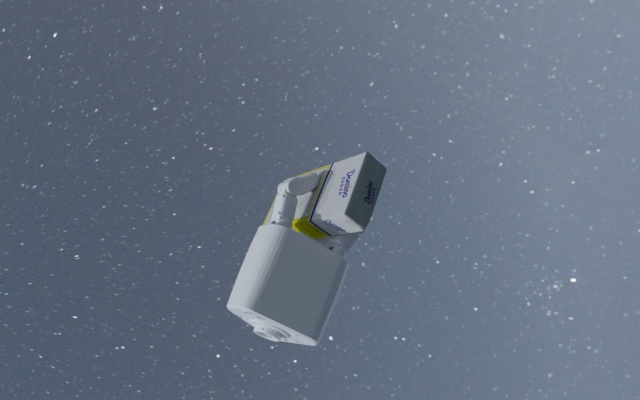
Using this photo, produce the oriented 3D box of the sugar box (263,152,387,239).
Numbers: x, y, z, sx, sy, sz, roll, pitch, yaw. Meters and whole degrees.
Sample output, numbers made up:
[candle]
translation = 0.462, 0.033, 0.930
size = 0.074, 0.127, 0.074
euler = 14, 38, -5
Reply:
[sugar box]
translation = 0.000, 0.002, 0.627
size = 0.048, 0.093, 0.176
euler = 38, -31, -30
